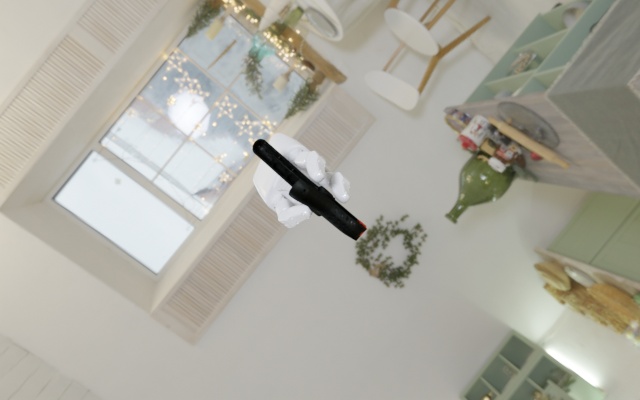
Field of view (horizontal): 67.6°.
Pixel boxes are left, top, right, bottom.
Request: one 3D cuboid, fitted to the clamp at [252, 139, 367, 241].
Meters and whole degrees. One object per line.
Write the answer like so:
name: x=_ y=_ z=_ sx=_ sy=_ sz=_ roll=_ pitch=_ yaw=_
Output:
clamp: x=0.000 y=0.003 z=0.673 sx=0.210 sy=0.036 sz=0.164 roll=40 pitch=6 yaw=-30
